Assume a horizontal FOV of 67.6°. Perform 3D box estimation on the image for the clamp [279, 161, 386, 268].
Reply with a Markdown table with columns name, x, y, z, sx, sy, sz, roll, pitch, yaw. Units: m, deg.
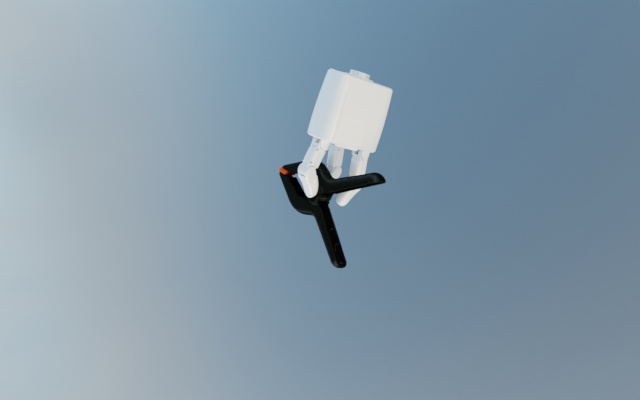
| name | x | y | z | sx | sy | sz | roll | pitch | yaw |
| --- | --- | --- | --- | --- | --- | --- | --- | --- | --- |
| clamp | -0.001 | 0.002 | 0.792 | 0.210 | 0.164 | 0.036 | 28 | 14 | 39 |
